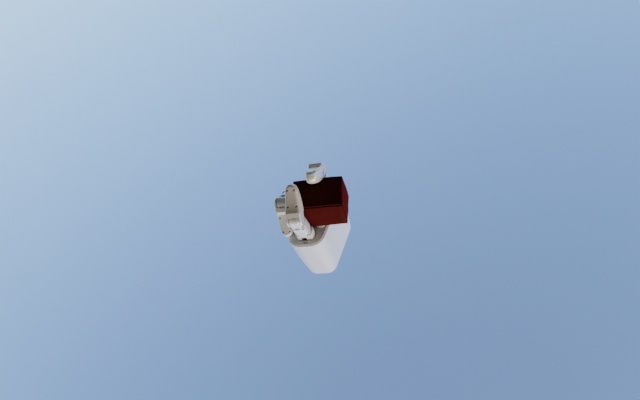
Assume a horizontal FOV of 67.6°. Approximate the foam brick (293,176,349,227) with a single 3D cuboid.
[{"bbox_3d":[0.000,0.002,0.707,0.078,0.053,0.051,-5,-35,14],"label":"foam brick"}]
